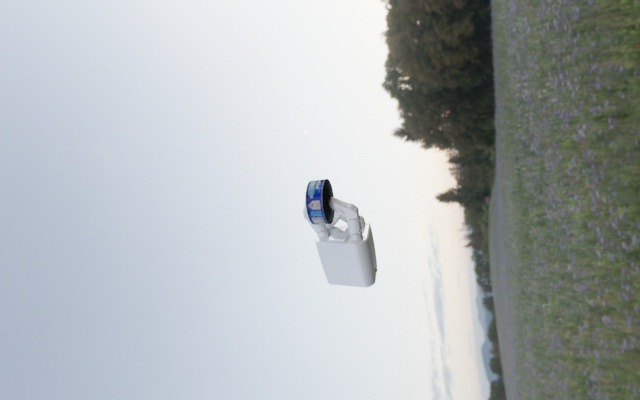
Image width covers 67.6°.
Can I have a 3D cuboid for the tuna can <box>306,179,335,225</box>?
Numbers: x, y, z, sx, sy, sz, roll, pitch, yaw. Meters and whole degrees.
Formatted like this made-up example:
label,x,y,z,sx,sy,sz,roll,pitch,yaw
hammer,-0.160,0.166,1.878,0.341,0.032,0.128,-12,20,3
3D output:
label,x,y,z,sx,sy,sz,roll,pitch,yaw
tuna can,0.000,0.003,0.899,0.034,0.086,0.086,-4,-1,16
